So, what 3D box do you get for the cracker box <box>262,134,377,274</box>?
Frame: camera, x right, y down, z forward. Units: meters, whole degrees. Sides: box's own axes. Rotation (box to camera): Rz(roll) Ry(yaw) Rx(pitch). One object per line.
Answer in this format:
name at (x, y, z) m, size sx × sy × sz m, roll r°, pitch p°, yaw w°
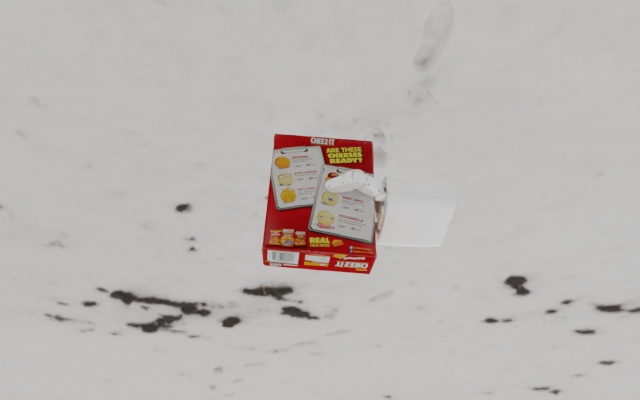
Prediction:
cracker box at (0.000, 0.002, 0.747) m, size 0.164 × 0.213 × 0.072 m, roll 4°, pitch -34°, yaw -3°
